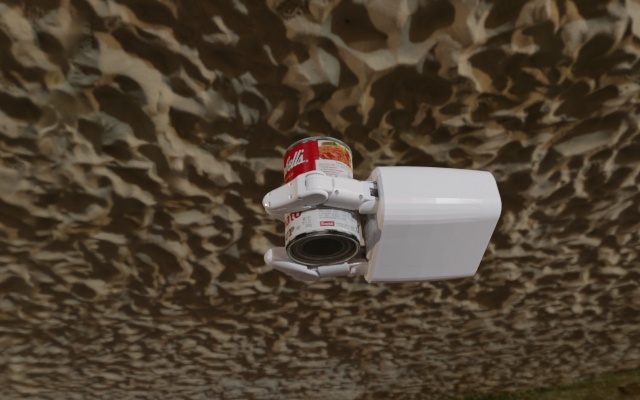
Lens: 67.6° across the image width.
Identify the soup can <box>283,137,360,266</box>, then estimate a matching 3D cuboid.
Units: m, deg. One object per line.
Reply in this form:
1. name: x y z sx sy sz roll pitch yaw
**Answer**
1. soup can: 0.000 0.002 0.445 0.068 0.102 0.068 -3 -31 -2
